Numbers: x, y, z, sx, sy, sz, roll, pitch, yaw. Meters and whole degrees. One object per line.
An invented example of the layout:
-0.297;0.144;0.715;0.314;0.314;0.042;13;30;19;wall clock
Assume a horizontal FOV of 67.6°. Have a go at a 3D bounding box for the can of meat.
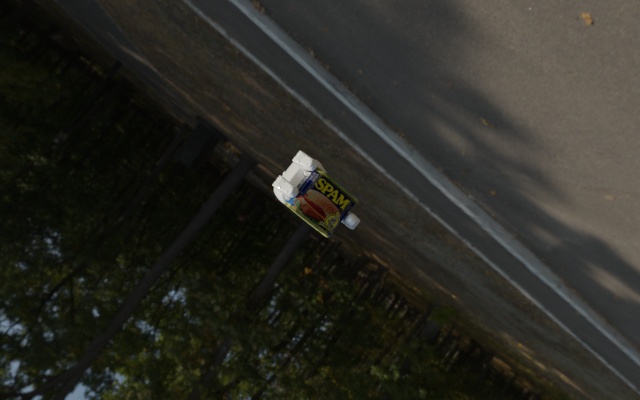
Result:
0.000;0.003;0.824;0.102;0.084;0.057;39;-4;-18;can of meat
